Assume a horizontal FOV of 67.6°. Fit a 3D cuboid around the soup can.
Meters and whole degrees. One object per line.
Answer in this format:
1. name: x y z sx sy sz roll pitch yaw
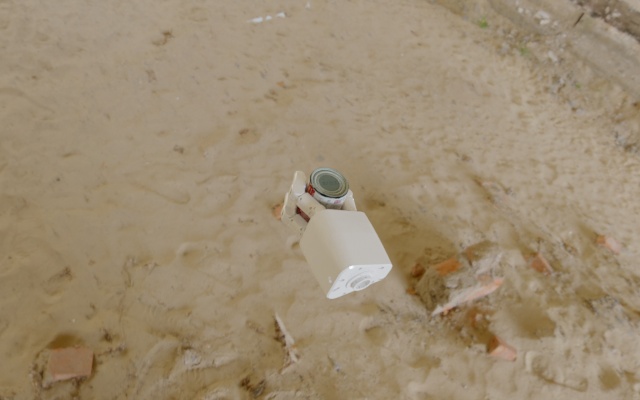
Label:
1. soup can: 0.000 0.002 0.797 0.068 0.068 0.102 0 -40 -23
